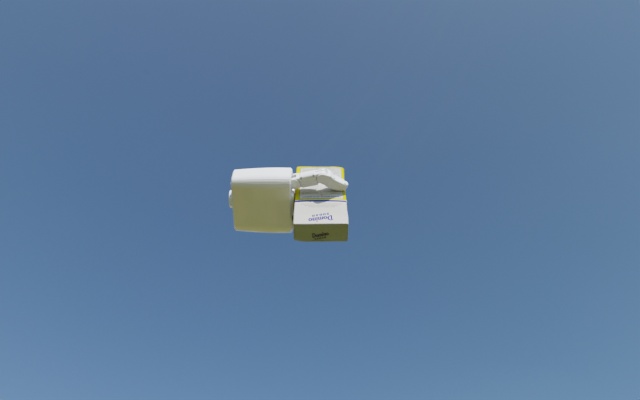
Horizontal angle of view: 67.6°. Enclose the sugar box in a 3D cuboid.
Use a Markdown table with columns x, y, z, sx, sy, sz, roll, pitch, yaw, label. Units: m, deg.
| x | y | z | sx | sy | sz | roll | pitch | yaw | label |
| --- | --- | --- | --- | --- | --- | --- | --- | --- | --- |
| 0.000 | 0.003 | 0.858 | 0.093 | 0.048 | 0.176 | 0 | 39 | 0 | sugar box |
